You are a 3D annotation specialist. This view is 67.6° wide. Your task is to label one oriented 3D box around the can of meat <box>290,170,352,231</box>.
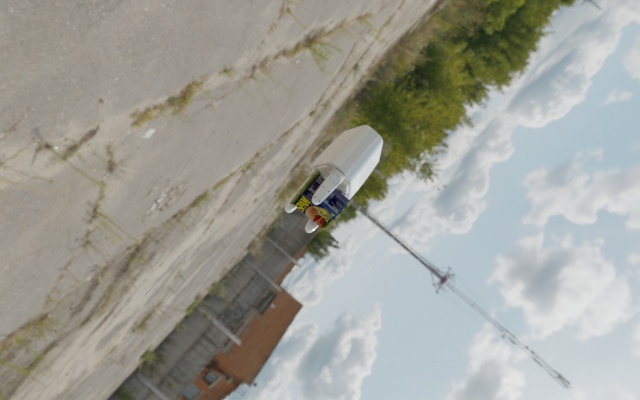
[{"bbox_3d":[0.000,0.003,0.863,0.084,0.057,0.102,41,-21,-1],"label":"can of meat"}]
